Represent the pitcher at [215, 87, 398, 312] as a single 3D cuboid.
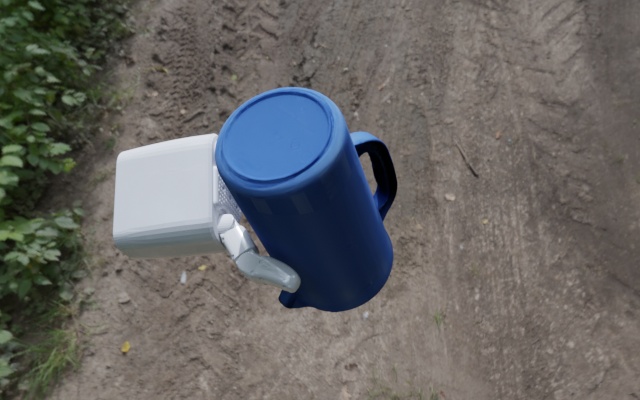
[{"bbox_3d":[0.000,0.002,0.470,0.145,0.149,0.243,-6,-32,12],"label":"pitcher"}]
